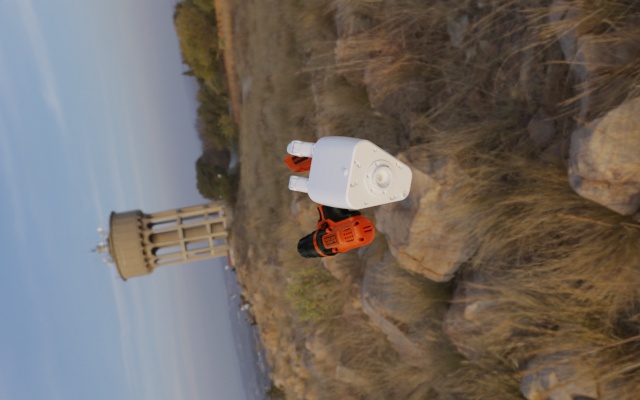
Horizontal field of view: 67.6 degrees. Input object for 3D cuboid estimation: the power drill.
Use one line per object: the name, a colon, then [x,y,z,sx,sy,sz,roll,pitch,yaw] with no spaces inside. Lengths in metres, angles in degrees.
power drill: [0.000,0.002,0.812,0.057,0.187,0.184,-16,-4,-41]
